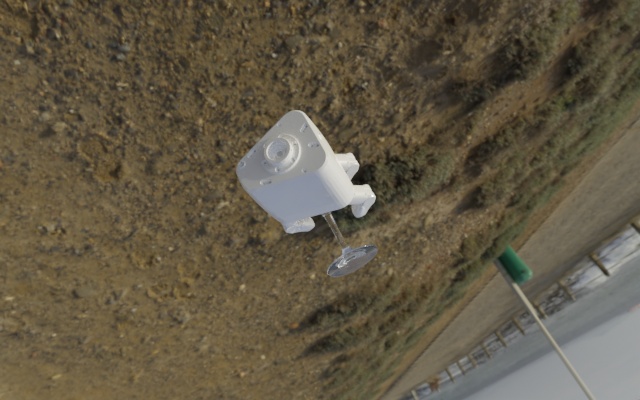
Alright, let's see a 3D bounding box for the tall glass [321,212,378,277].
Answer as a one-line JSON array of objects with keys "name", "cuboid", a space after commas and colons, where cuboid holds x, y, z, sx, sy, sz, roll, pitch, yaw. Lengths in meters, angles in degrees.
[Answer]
[{"name": "tall glass", "cuboid": [0.000, 0.003, 0.669, 0.079, 0.201, 0.079, -22, -28, -12]}]
